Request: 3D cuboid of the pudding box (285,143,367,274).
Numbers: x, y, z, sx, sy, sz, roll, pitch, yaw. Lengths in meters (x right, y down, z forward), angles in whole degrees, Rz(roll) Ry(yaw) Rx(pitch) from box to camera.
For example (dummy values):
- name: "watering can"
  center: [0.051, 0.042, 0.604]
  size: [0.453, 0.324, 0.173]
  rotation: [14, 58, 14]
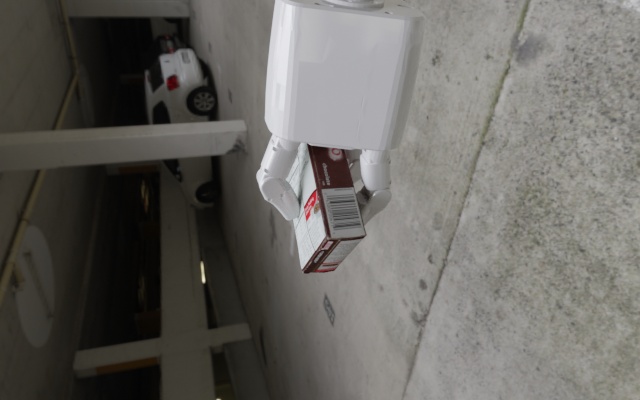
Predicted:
- name: "pudding box"
  center: [0.000, 0.001, 0.452]
  size: [0.039, 0.113, 0.090]
  rotation: [-2, -26, -18]
